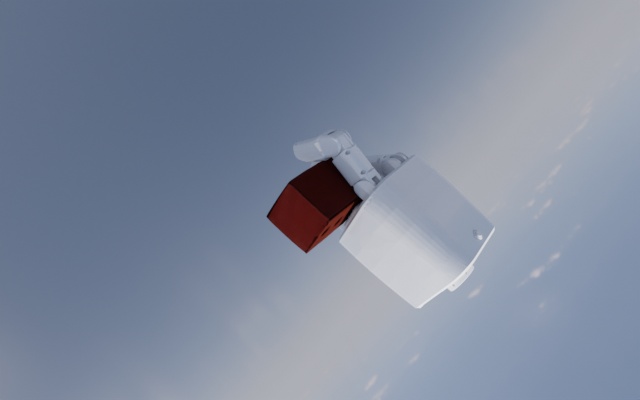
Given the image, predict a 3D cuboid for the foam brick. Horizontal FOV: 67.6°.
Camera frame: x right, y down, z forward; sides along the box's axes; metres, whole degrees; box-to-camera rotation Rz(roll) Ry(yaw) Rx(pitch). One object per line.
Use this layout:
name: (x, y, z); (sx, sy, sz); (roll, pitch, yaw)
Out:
foam brick: (0.000, 0.002, 0.444); (0.078, 0.051, 0.053); (-36, -14, -47)
